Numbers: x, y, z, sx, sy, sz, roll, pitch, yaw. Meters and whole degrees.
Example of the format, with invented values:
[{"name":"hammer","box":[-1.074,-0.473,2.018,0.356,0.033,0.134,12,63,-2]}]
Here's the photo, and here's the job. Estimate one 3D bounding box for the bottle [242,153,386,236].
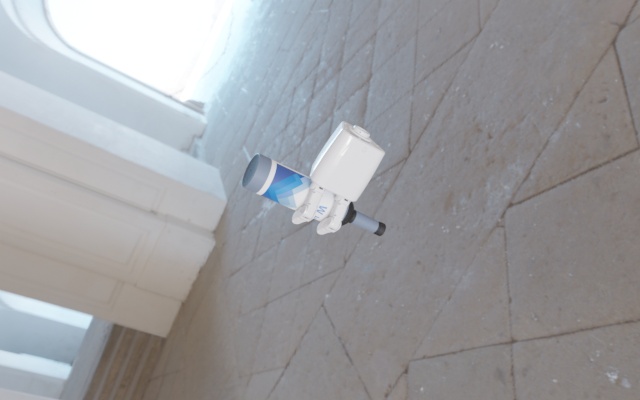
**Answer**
[{"name":"bottle","box":[0.000,0.003,0.894,0.296,0.069,0.069,25,-11,-24]}]
